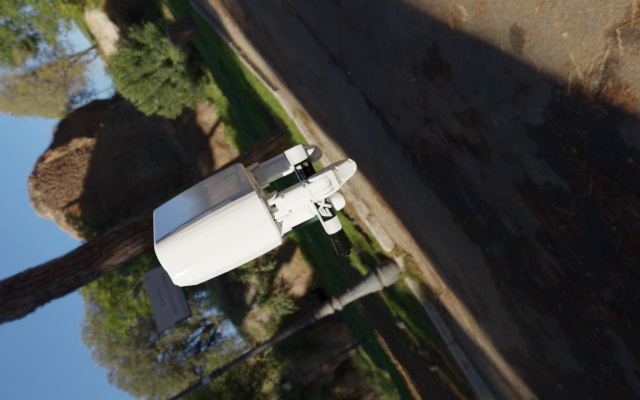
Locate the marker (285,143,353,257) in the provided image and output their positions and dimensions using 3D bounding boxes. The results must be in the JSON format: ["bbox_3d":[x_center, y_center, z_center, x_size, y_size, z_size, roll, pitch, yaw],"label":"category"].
[{"bbox_3d":[0.000,0.002,0.470,0.020,0.121,0.020,-26,10,5],"label":"marker"}]
